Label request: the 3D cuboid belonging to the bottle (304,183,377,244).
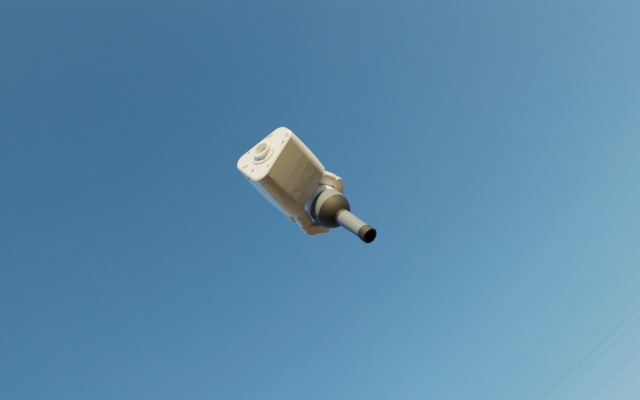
[{"bbox_3d":[0.000,0.003,0.878,0.069,0.069,0.295,0,22,-36],"label":"bottle"}]
